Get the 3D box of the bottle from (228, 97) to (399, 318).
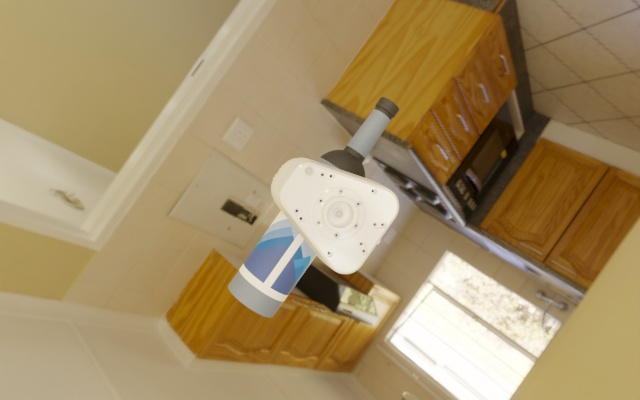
[{"bbox_3d":[0.000,0.002,0.580,0.069,0.295,0.069,35,0,0],"label":"bottle"}]
